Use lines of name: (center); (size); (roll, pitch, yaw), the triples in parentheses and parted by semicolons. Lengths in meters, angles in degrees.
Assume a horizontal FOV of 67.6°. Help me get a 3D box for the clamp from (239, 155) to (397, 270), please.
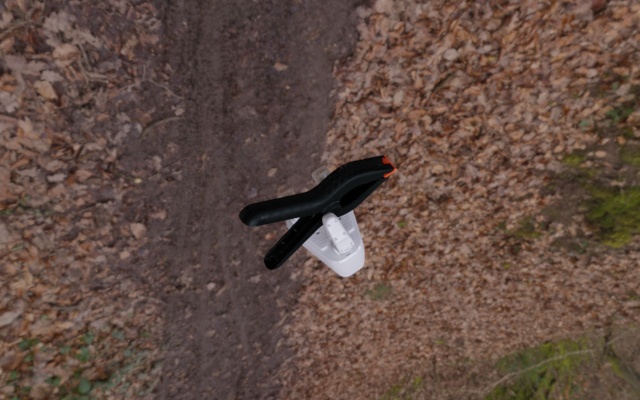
clamp: (0.001, 0.002, 0.585); (0.210, 0.036, 0.165); (-34, -23, -5)
